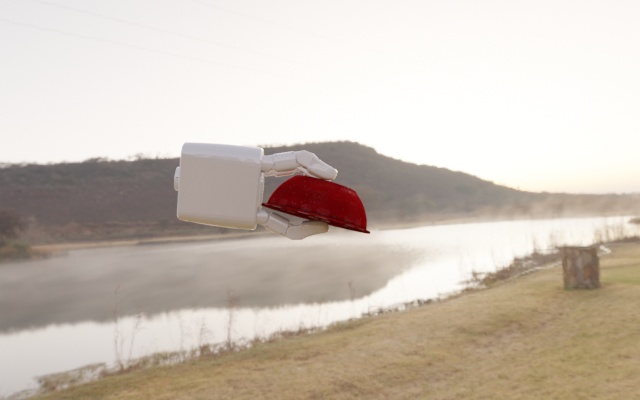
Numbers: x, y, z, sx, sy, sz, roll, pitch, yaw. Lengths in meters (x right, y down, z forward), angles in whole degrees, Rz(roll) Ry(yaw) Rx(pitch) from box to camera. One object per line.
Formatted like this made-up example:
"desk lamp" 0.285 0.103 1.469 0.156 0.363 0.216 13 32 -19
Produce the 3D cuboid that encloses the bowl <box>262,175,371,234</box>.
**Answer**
"bowl" 0.001 0.002 0.686 0.162 0.055 0.162 15 -5 1
